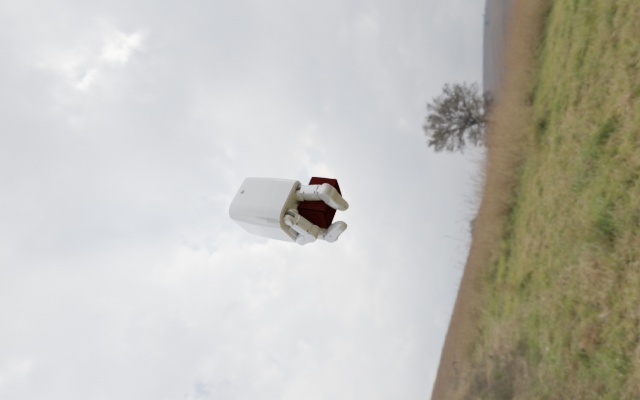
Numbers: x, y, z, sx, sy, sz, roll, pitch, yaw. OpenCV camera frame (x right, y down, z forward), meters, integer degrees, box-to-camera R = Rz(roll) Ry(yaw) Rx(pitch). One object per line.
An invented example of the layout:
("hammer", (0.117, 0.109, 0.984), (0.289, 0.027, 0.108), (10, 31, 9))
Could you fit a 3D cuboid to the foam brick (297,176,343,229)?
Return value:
("foam brick", (0.000, 0.003, 0.852), (0.051, 0.078, 0.053), (7, -38, 22))
